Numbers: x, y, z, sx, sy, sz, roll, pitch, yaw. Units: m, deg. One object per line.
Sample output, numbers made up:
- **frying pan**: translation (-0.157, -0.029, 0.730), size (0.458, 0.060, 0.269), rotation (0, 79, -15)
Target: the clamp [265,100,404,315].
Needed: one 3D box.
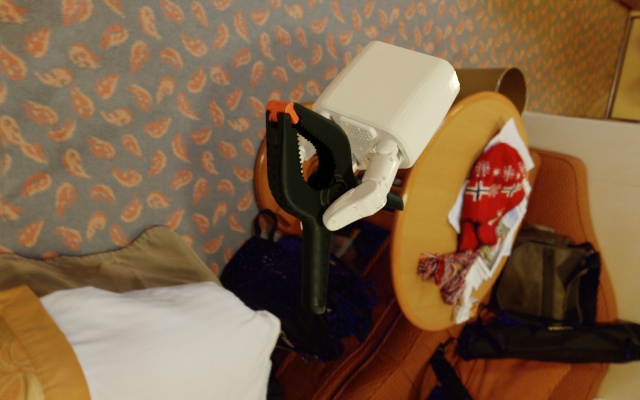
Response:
- **clamp**: translation (0.001, 0.001, 0.450), size (0.036, 0.164, 0.210), rotation (16, -28, 43)
